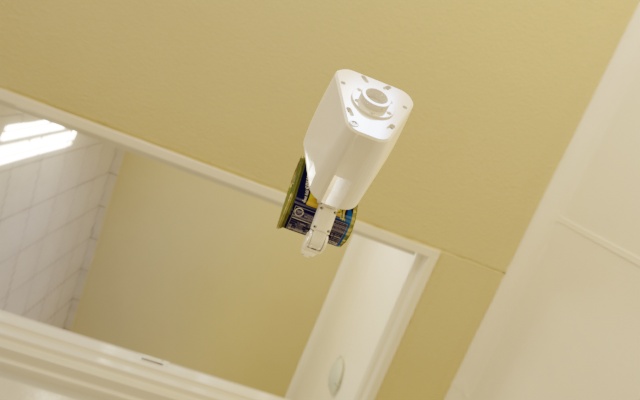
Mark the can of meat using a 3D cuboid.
[{"bbox_3d":[0.000,0.002,0.595,0.084,0.102,0.057,20,-47,-7],"label":"can of meat"}]
